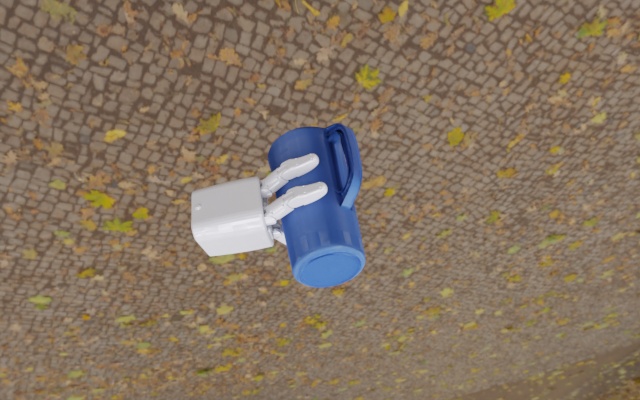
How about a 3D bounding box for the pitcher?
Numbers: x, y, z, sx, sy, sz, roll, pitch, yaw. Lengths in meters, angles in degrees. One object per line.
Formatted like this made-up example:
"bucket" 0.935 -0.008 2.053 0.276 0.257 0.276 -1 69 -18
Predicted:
"pitcher" 0.000 0.003 0.749 0.145 0.242 0.149 -11 -38 -2
